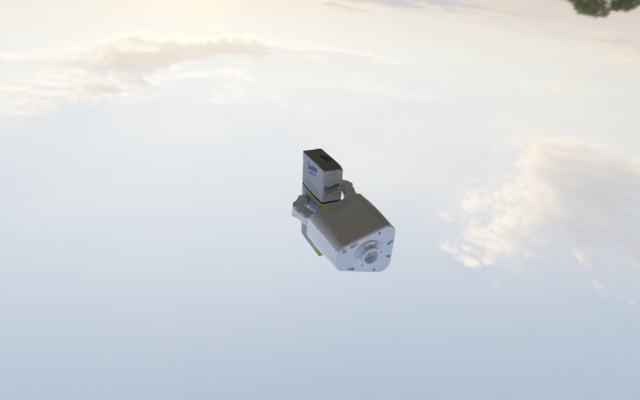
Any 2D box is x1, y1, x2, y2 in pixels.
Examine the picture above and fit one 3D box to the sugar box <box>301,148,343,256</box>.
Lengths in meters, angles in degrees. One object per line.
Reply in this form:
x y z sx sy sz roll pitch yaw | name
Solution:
0.001 0.003 0.875 0.048 0.176 0.093 -9 32 -24 | sugar box
